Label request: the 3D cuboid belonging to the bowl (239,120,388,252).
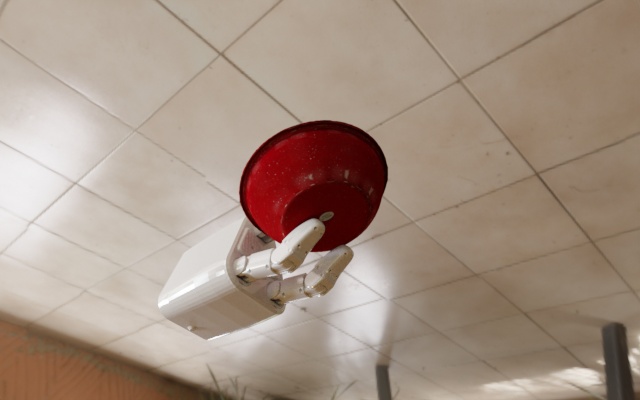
[{"bbox_3d":[0.001,0.001,0.488,0.162,0.162,0.055,0,38,-16],"label":"bowl"}]
